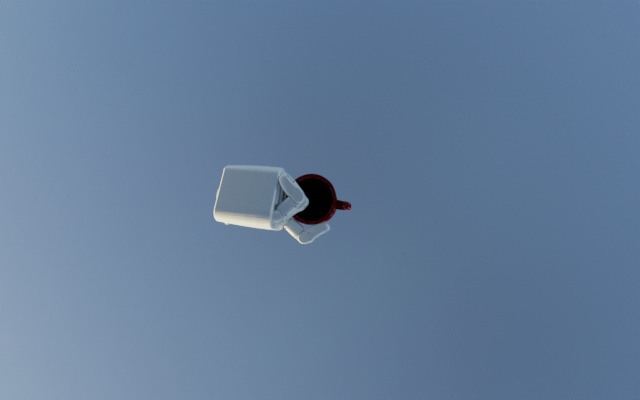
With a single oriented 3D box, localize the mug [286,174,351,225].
[{"bbox_3d":[0.002,0.003,0.898,0.117,0.093,0.081,6,-5,9],"label":"mug"}]
